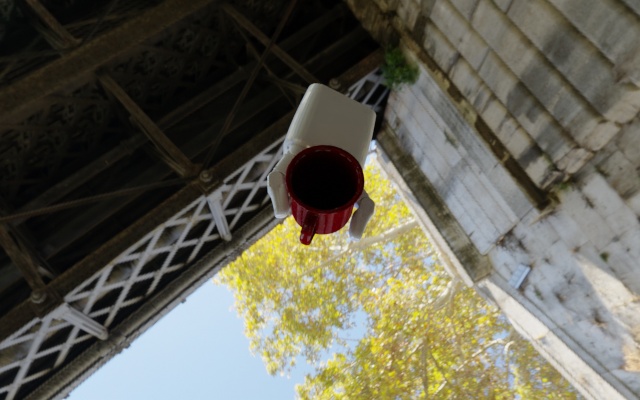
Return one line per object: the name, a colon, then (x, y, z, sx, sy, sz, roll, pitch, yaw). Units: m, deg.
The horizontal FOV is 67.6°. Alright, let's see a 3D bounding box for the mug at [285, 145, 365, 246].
mug: (0.000, 0.003, 0.586, 0.093, 0.117, 0.081, 16, -27, 5)
